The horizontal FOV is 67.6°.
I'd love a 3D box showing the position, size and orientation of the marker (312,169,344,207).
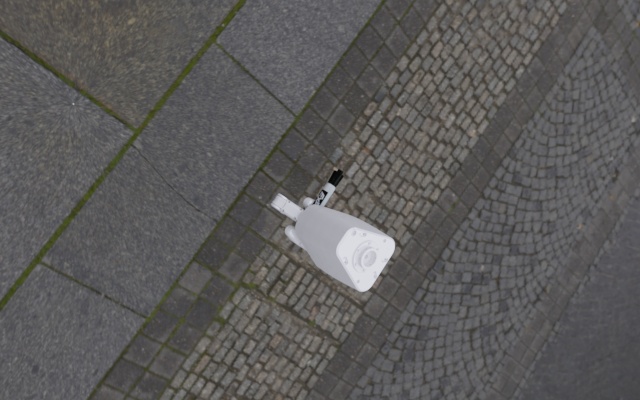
[{"bbox_3d":[0.000,0.002,0.758,0.020,0.121,0.020,33,-6,4],"label":"marker"}]
